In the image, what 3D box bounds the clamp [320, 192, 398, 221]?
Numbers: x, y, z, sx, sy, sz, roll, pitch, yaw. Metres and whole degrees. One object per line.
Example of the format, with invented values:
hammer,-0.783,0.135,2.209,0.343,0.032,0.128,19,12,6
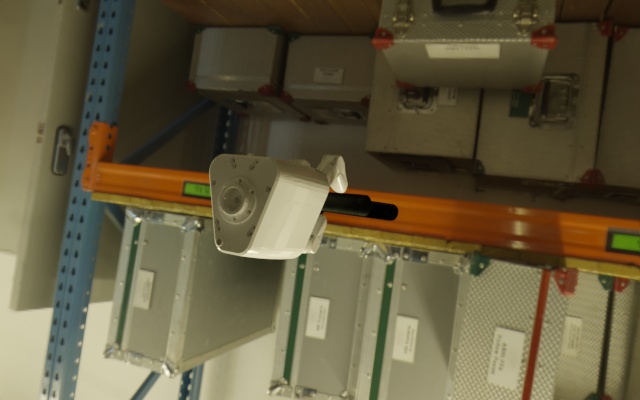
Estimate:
clamp,-0.001,0.003,0.660,0.210,0.036,0.164,7,-3,28
